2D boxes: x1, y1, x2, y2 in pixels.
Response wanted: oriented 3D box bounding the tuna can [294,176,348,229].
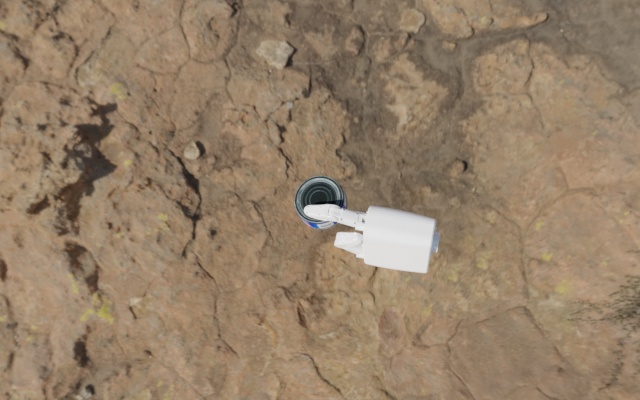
[{"bbox_3d":[0.000,0.002,0.796,0.086,0.086,0.034,0,-19,14],"label":"tuna can"}]
